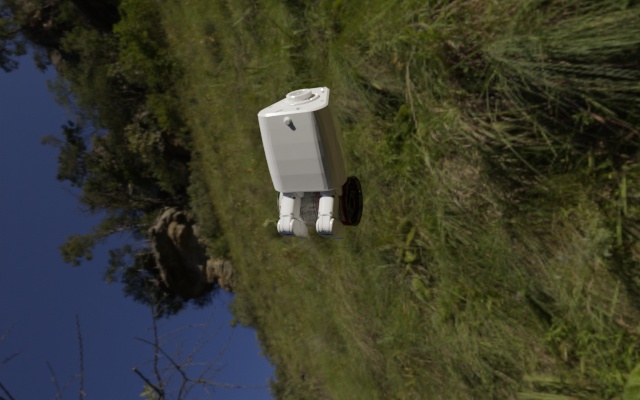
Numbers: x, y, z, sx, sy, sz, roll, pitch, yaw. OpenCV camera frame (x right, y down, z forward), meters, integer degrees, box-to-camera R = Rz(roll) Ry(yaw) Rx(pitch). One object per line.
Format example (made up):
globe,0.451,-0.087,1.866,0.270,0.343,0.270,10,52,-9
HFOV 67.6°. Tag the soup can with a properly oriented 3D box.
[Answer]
soup can,0.000,0.003,0.660,0.102,0.068,0.068,-2,-1,23
